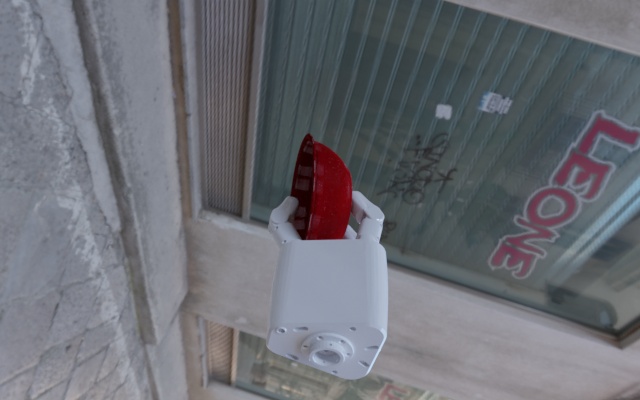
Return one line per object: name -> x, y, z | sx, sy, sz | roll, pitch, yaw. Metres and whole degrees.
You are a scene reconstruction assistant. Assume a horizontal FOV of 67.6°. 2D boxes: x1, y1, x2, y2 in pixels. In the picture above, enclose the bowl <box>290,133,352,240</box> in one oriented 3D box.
bowl -> 0.000, 0.001, 0.584 | 0.055, 0.162, 0.162 | 6, -1, -12
